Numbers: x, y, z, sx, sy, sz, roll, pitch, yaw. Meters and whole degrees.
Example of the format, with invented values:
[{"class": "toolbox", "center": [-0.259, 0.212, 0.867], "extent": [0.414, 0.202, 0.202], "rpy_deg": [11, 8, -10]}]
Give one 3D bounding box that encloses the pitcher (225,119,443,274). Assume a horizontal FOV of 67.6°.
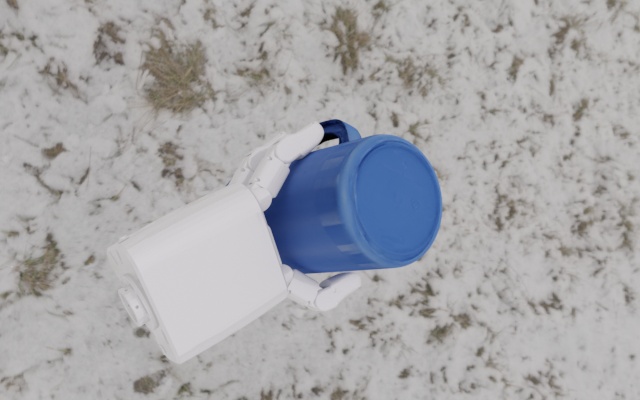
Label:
[{"class": "pitcher", "center": [0.000, 0.002, 0.476], "extent": [0.145, 0.149, 0.243], "rpy_deg": [-28, 9, -32]}]
